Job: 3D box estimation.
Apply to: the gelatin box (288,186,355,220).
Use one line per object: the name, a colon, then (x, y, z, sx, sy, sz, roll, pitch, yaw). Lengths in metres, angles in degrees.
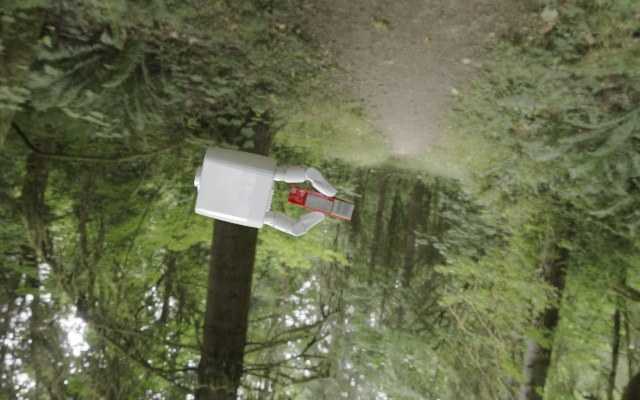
gelatin box: (0.000, 0.003, 0.774, 0.089, 0.030, 0.073, 16, 1, -23)
